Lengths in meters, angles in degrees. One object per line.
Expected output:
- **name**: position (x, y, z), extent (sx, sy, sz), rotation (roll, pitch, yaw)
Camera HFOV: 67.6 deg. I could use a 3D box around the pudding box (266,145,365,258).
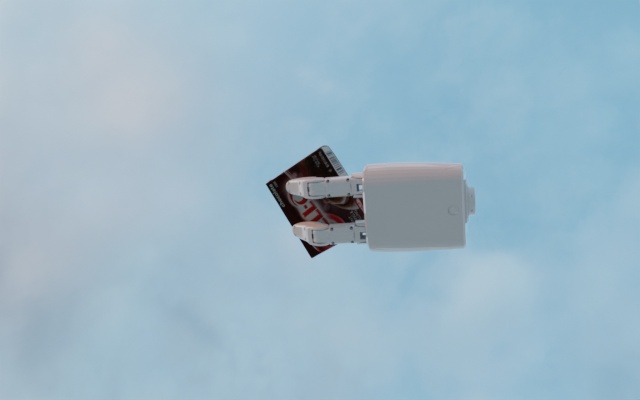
- **pudding box**: position (0.000, 0.002, 0.590), extent (0.090, 0.113, 0.039), rotation (-32, -1, 23)
